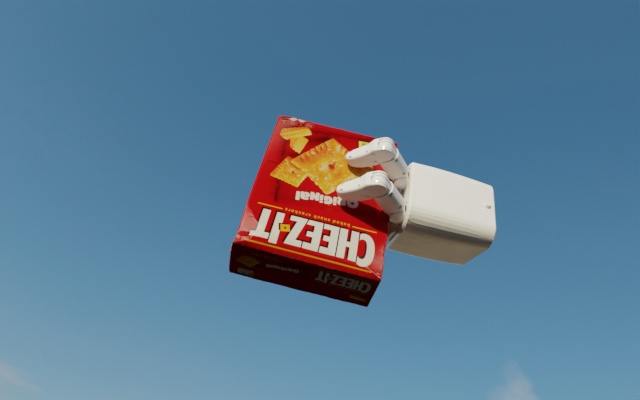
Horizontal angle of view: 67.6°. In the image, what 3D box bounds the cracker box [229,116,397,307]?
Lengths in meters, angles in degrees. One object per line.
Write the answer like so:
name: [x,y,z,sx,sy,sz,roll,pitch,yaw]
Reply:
cracker box: [0.000,0.002,0.580,0.164,0.213,0.072,14,-40,-1]
